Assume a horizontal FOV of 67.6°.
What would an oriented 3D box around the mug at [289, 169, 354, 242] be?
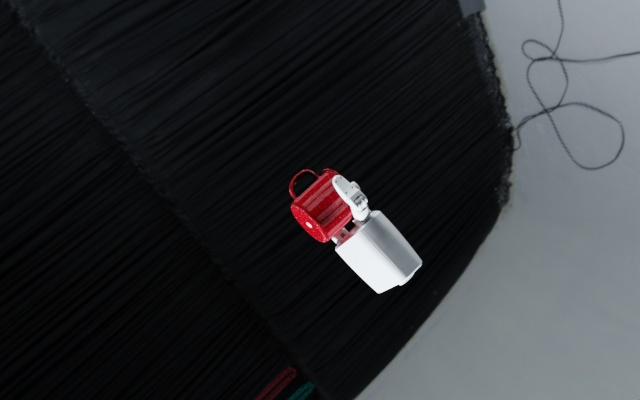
[{"bbox_3d":[-0.001,0.002,0.753,0.081,0.117,0.093,-42,-5,-17],"label":"mug"}]
